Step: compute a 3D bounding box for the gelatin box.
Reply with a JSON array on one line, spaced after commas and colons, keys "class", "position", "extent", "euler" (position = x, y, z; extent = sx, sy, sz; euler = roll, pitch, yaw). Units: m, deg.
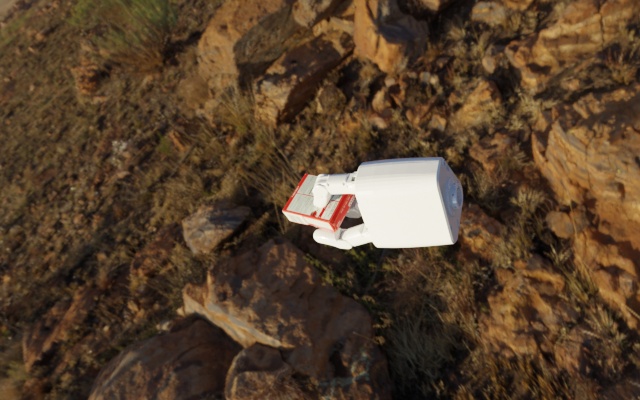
[{"class": "gelatin box", "position": [0.000, 0.002, 0.696], "extent": [0.089, 0.073, 0.030], "euler": [12, -30, 34]}]
